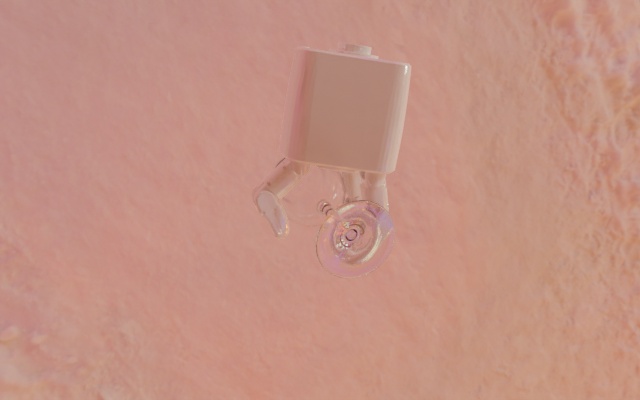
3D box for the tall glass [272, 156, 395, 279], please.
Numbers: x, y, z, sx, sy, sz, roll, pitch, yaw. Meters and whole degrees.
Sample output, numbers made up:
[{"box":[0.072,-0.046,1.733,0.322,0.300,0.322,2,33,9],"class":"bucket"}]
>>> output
[{"box":[0.000,0.002,0.501,0.079,0.079,0.201,0,19,-20],"class":"tall glass"}]
